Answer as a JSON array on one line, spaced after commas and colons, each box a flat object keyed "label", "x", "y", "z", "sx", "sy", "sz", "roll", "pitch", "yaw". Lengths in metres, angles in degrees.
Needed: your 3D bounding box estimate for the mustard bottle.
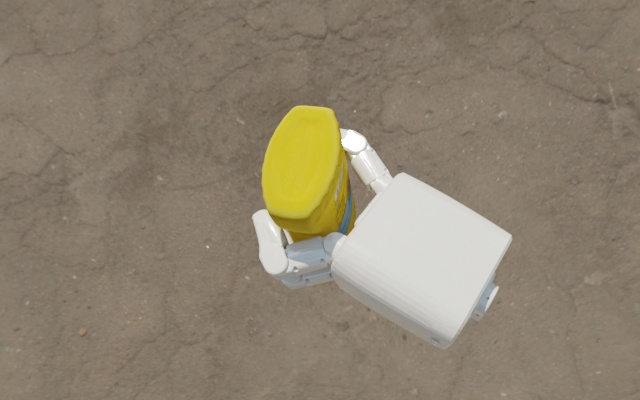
[{"label": "mustard bottle", "x": 0.000, "y": 0.001, "z": 0.440, "sx": 0.058, "sy": 0.096, "sz": 0.192, "roll": 6, "pitch": -19, "yaw": 12}]
